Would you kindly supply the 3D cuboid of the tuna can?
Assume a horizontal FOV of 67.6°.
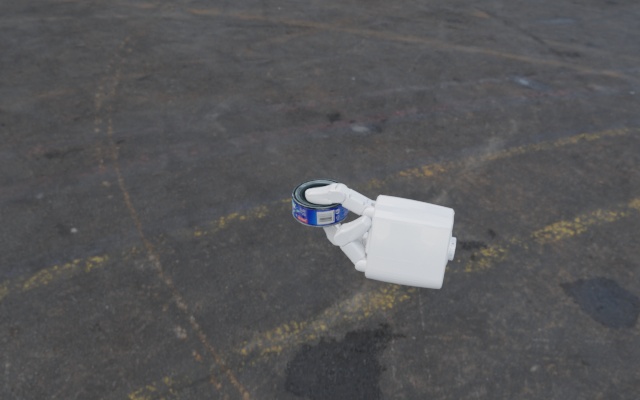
[{"bbox_3d":[0.000,0.002,0.711,0.086,0.034,0.086,-1,33,1],"label":"tuna can"}]
